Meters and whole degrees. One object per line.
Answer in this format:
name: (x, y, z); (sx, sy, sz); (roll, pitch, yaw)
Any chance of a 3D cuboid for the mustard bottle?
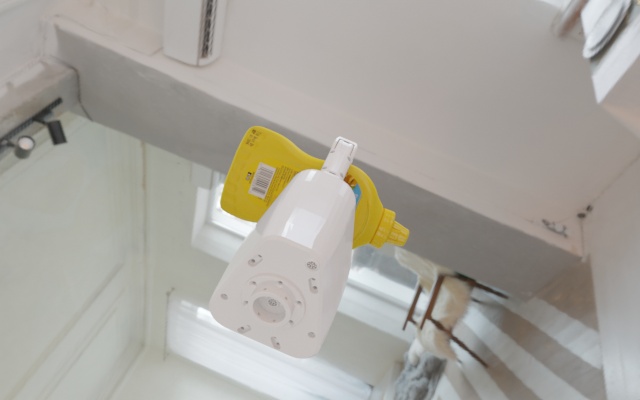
mustard bottle: (0.000, 0.001, 0.493); (0.191, 0.096, 0.058); (23, 7, 2)
